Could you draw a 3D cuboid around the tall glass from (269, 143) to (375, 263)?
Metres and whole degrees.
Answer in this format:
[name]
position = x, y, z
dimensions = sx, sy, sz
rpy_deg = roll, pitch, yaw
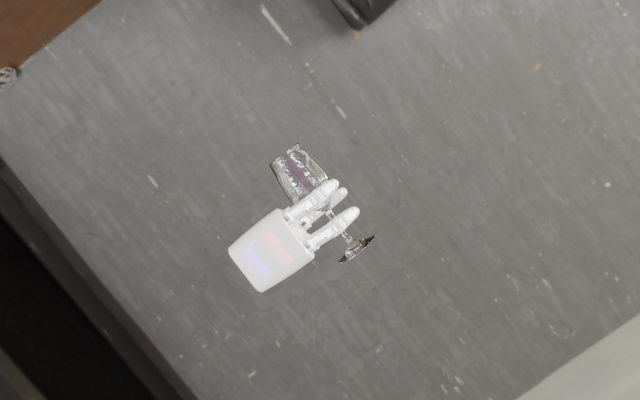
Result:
[tall glass]
position = 0.001, 0.003, 0.788
dimensions = 0.079, 0.201, 0.079
rpy_deg = -37, 5, 4
